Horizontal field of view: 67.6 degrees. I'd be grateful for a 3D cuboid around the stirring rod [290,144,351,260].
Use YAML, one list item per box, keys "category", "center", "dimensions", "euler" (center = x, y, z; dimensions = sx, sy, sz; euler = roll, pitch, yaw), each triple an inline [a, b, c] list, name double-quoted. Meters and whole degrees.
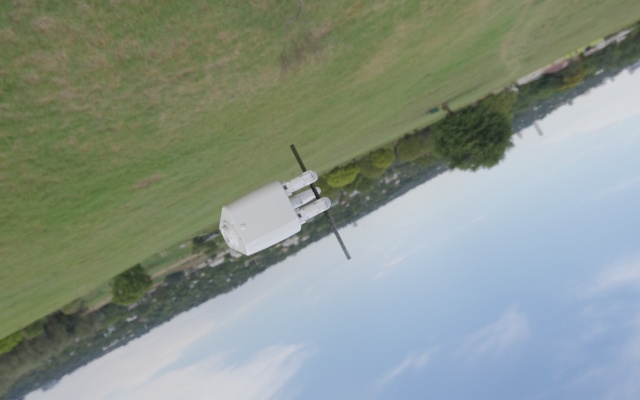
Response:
- category: "stirring rod"
  center: [0.000, 0.003, 0.895]
  dimensions: [0.011, 0.239, 0.011]
  euler: [-27, 1, 0]
